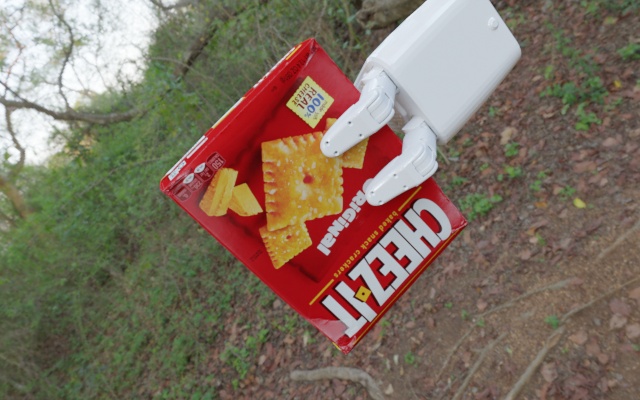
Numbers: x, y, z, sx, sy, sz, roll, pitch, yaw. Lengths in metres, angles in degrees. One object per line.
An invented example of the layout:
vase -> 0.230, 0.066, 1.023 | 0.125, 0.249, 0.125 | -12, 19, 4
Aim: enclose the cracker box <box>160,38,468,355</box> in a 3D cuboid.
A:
cracker box -> 0.000, 0.001, 0.410 | 0.214, 0.164, 0.072 | 46, -5, -19
